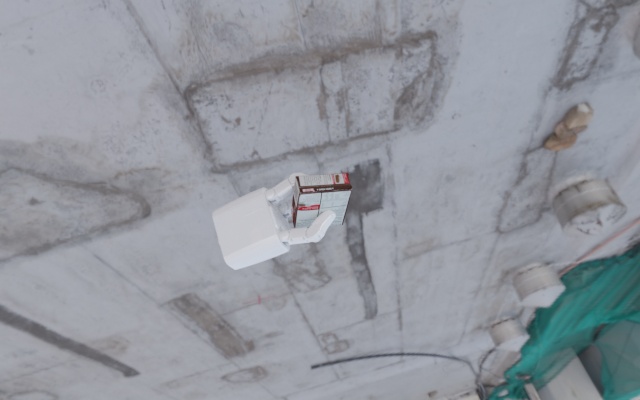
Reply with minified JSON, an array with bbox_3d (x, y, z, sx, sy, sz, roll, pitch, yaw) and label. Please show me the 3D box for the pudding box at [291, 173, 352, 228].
[{"bbox_3d":[0.000,0.003,0.803,0.090,0.039,0.114,-5,-32,-11],"label":"pudding box"}]
